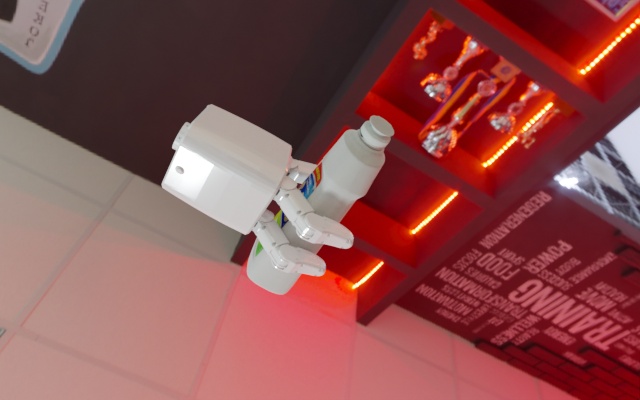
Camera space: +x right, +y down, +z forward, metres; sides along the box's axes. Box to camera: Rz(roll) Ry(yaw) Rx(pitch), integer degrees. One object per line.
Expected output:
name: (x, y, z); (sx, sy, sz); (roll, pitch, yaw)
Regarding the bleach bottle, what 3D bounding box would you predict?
bleach bottle: (0.000, 0.002, 0.542); (0.068, 0.251, 0.102); (30, 38, -10)
